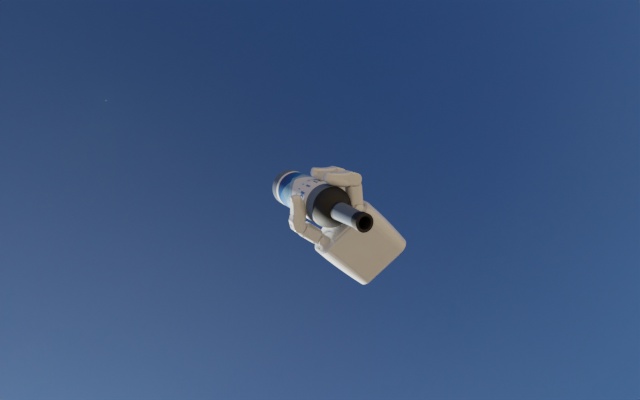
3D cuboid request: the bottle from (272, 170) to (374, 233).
[{"bbox_3d":[0.000,0.002,0.769,0.069,0.069,0.295,0,11,-24],"label":"bottle"}]
